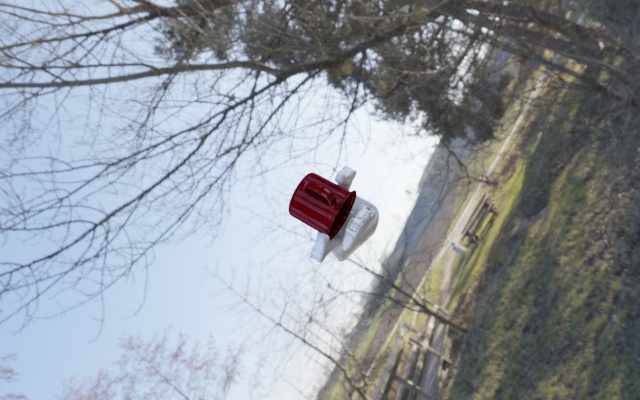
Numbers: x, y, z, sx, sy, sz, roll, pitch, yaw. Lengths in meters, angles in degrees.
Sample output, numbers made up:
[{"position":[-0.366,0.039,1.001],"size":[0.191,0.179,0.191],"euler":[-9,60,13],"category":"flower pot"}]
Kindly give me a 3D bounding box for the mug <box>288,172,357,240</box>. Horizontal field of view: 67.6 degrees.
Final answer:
[{"position":[0.000,0.002,0.767],"size":[0.081,0.093,0.117],"euler":[29,-13,14],"category":"mug"}]
